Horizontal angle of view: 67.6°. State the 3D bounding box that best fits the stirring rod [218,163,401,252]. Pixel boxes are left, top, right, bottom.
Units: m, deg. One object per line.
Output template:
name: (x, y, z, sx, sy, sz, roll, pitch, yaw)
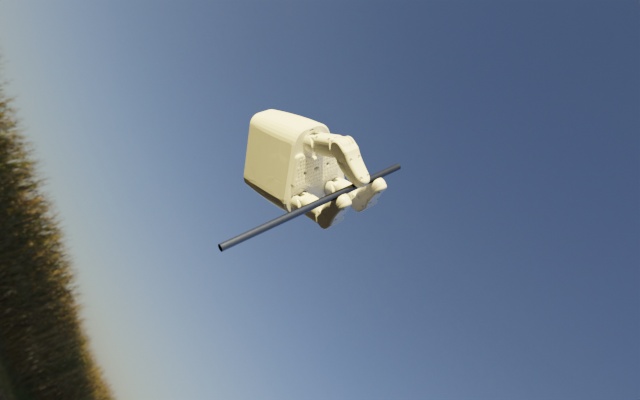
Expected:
stirring rod: (0.000, 0.002, 0.504, 0.239, 0.011, 0.011, -24, 14, -32)
